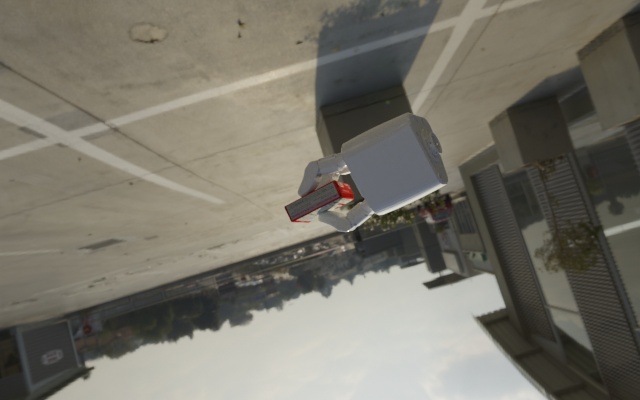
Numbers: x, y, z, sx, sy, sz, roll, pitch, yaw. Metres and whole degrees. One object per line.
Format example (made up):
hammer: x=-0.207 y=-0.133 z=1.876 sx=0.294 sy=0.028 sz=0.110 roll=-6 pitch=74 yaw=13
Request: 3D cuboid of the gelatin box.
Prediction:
gelatin box: x=0.000 y=0.003 z=0.722 sx=0.089 sy=0.030 sz=0.073 roll=-28 pitch=-11 yaw=15
